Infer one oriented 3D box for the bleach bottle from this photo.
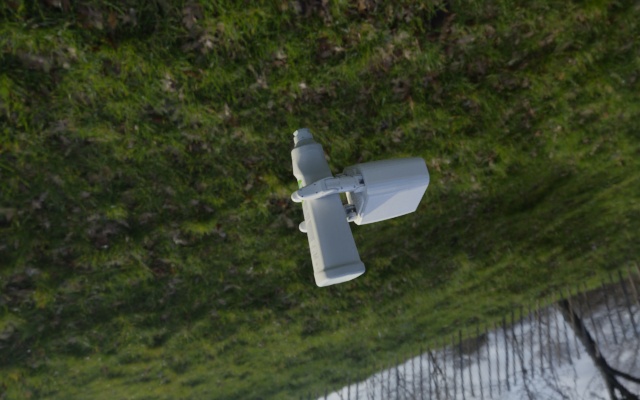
[{"bbox_3d":[0.000,0.003,0.749,0.068,0.250,0.102,-10,-14,-14],"label":"bleach bottle"}]
